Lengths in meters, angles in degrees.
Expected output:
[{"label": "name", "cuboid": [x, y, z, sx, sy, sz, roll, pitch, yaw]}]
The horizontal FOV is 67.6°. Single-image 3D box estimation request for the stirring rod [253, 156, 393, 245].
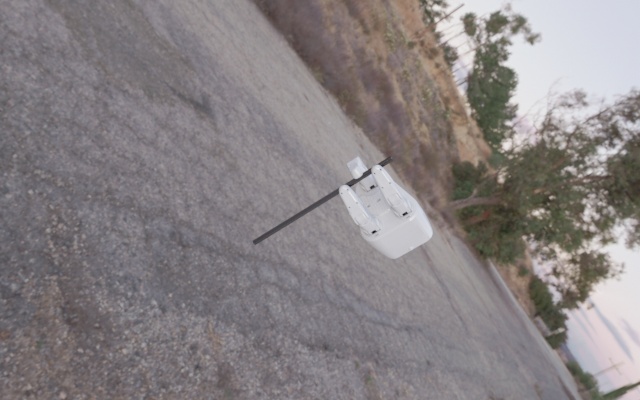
[{"label": "stirring rod", "cuboid": [0.000, 0.002, 0.698, 0.239, 0.011, 0.011, -32, -7, 12]}]
